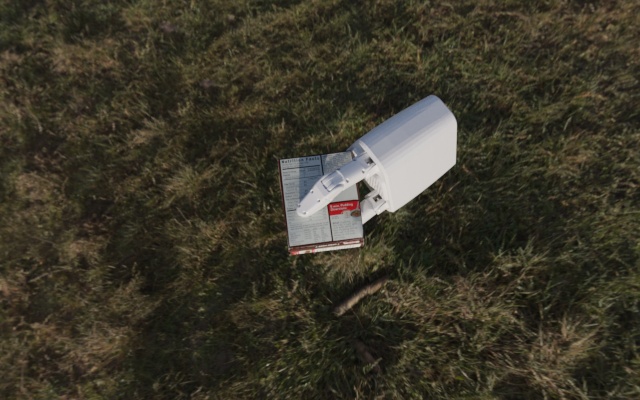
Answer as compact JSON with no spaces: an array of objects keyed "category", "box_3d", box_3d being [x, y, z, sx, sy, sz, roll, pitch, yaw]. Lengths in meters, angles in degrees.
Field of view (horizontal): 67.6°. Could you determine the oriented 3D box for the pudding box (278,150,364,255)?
[{"category":"pudding box","box_3d":[0.000,0.002,0.558,0.090,0.113,0.039,-7,-18,-1]}]
